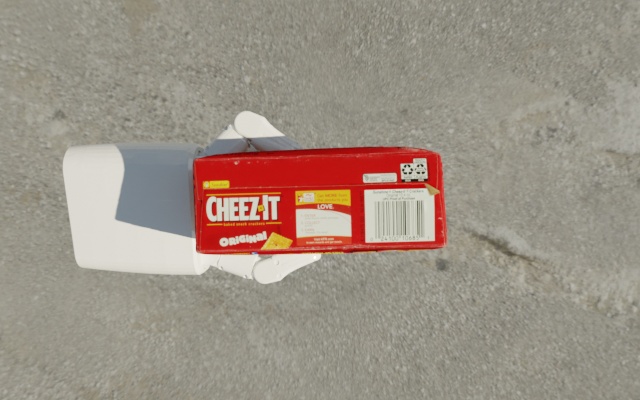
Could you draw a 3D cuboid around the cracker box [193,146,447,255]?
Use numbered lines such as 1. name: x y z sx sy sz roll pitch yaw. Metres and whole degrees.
1. cracker box: 0.000 0.002 0.410 0.164 0.072 0.213 -2 0 1
